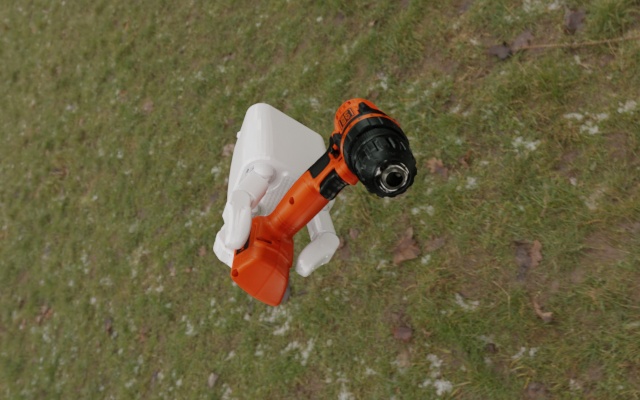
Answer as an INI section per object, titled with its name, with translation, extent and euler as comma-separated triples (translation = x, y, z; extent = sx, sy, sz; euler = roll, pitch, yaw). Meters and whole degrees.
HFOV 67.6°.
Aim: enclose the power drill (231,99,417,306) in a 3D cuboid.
[power drill]
translation = 0.000, 0.002, 0.414
extent = 0.057, 0.188, 0.184
euler = 38, 15, -15
